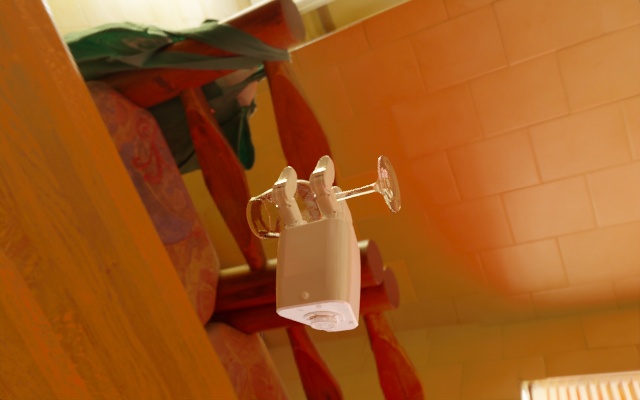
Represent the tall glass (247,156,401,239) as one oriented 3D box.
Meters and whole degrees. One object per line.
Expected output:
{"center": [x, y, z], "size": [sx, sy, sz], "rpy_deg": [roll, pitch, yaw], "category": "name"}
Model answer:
{"center": [0.001, 0.002, 0.643], "size": [0.201, 0.079, 0.079], "rpy_deg": [-14, -6, 24], "category": "tall glass"}
